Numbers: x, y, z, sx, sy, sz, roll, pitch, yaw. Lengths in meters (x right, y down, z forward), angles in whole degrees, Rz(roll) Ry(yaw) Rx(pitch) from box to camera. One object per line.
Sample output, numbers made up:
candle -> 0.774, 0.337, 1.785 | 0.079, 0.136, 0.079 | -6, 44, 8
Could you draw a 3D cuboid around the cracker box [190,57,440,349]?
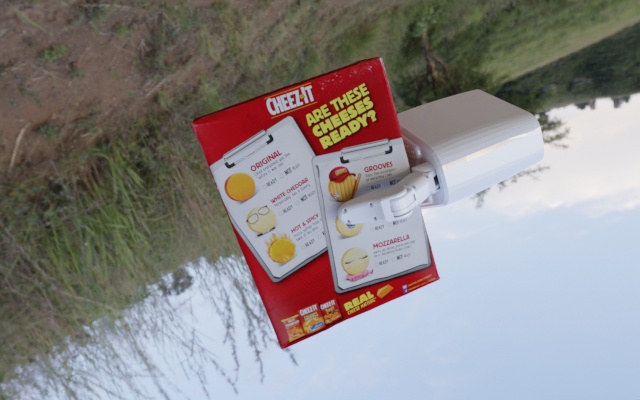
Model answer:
cracker box -> 0.000, 0.002, 0.434 | 0.164, 0.214, 0.072 | -22, 17, -10
